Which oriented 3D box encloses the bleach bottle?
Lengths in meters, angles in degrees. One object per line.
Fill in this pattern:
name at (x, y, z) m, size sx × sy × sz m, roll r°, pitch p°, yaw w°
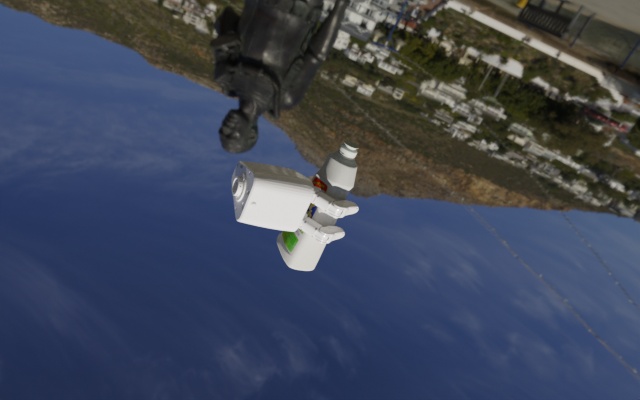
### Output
bleach bottle at (0.000, 0.003, 0.861) m, size 0.068 × 0.251 × 0.102 m, roll 11°, pitch 29°, yaw -28°
